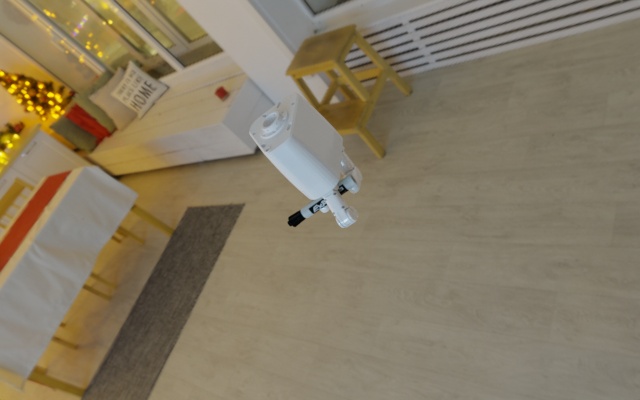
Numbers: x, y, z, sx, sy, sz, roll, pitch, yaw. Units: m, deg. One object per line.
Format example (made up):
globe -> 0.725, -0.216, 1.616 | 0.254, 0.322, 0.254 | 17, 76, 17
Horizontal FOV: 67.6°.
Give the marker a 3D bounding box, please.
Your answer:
marker -> 0.000, 0.002, 0.700 | 0.121, 0.020, 0.020 | -35, -12, 17
